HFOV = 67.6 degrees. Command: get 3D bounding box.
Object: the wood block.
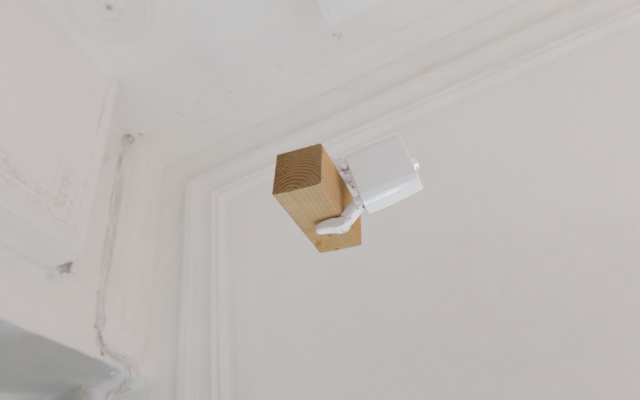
[{"bbox_3d":[0.001,0.003,0.875,0.090,0.090,0.206,-13,-39,19],"label":"wood block"}]
